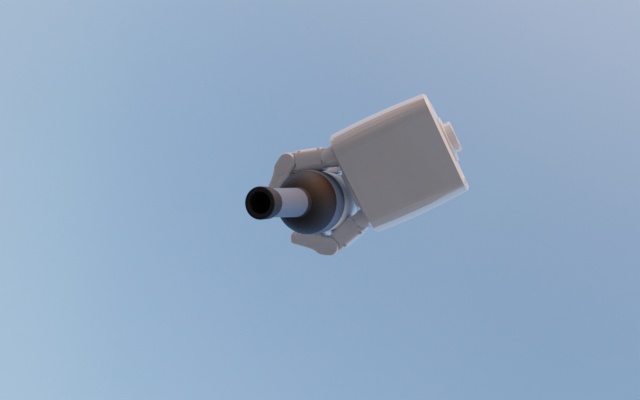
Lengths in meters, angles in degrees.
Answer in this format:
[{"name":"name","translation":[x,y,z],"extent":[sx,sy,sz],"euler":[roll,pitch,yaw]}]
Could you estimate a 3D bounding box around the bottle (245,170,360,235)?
[{"name":"bottle","translation":[0.000,0.002,0.524],"extent":[0.069,0.069,0.296],"euler":[0,0,20]}]
